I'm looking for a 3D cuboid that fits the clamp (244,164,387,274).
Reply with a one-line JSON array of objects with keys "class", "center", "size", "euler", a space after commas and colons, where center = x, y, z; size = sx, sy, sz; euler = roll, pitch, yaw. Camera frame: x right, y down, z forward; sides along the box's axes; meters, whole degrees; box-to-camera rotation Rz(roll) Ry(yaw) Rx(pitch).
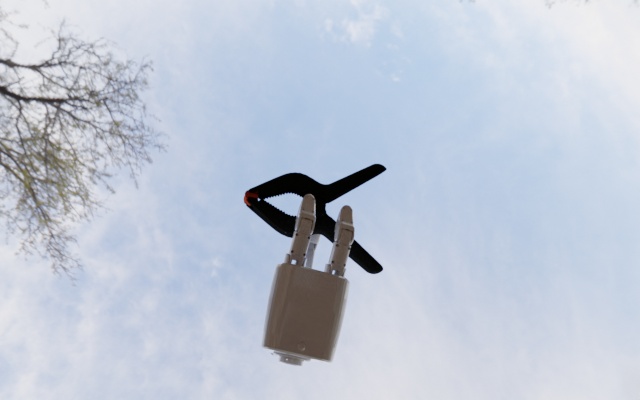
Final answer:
[{"class": "clamp", "center": [-0.001, 0.003, 0.674], "size": [0.210, 0.164, 0.036], "euler": [15, -22, -9]}]
